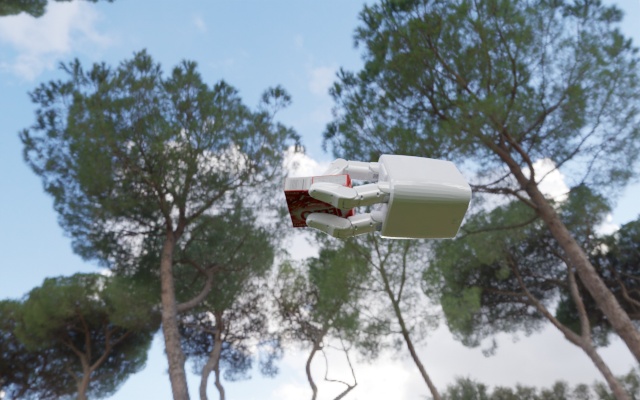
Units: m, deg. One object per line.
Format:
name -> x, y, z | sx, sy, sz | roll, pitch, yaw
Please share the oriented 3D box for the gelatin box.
gelatin box -> 0.000, 0.002, 0.649 | 0.089, 0.030, 0.073 | -3, -45, 8
